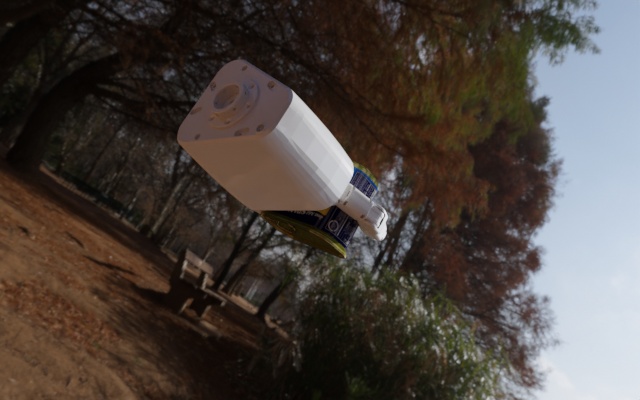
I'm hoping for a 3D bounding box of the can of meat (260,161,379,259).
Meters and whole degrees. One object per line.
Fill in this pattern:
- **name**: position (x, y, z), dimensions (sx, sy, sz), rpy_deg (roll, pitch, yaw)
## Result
- **can of meat**: position (0.000, 0.001, 0.495), dimensions (0.102, 0.084, 0.057), rpy_deg (17, -19, 42)
